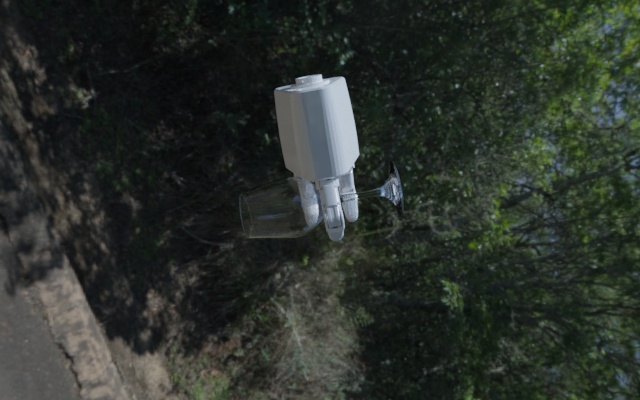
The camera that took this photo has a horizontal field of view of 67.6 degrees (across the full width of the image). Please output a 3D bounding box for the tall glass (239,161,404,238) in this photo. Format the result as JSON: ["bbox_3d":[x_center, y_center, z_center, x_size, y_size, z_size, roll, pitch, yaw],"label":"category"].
[{"bbox_3d":[0.001,0.002,0.616,0.201,0.079,0.079,-10,0,0],"label":"tall glass"}]
